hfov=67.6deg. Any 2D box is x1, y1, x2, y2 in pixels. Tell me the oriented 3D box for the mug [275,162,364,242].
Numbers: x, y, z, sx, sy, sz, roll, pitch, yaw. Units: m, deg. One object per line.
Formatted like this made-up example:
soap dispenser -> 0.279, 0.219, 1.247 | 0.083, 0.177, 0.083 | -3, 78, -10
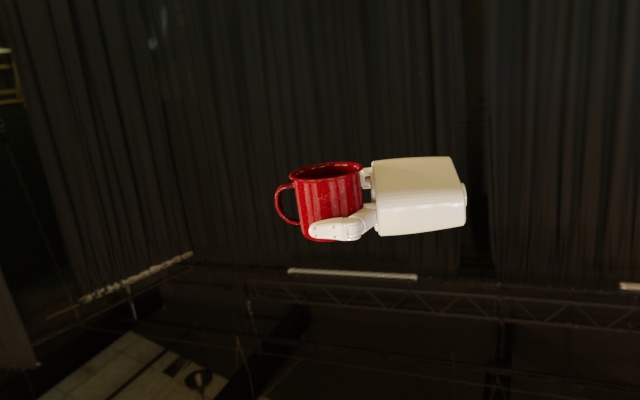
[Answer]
mug -> -0.001, 0.002, 0.605 | 0.117, 0.081, 0.093 | -5, 16, 7
